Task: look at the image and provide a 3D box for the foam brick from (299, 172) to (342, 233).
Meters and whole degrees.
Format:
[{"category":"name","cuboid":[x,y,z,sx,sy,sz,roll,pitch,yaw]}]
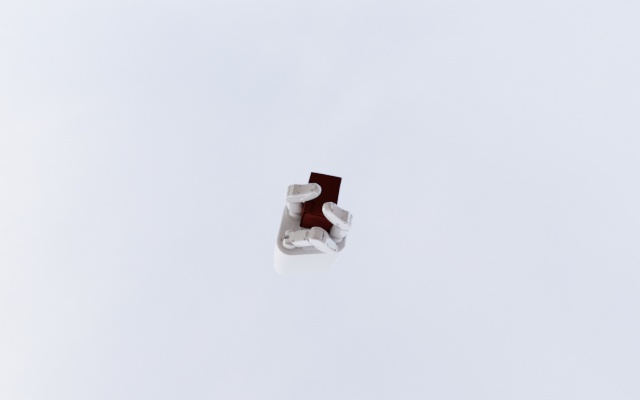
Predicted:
[{"category":"foam brick","cuboid":[0.000,0.002,0.760,0.053,0.078,0.051,12,-30,-3]}]
